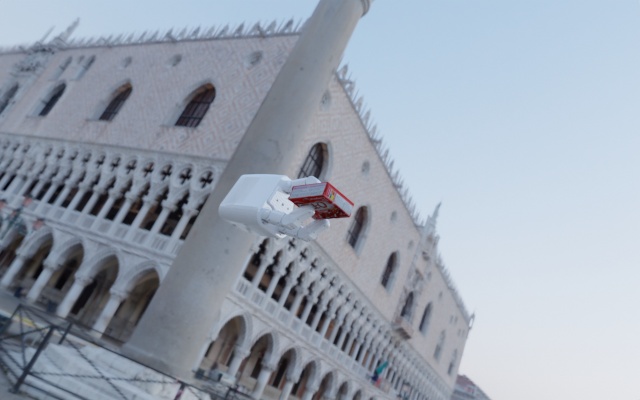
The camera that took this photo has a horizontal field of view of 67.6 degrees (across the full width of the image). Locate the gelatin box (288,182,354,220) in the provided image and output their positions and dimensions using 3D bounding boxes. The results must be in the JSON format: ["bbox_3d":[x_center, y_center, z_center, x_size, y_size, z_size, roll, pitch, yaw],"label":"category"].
[{"bbox_3d":[0.001,0.002,0.811,0.089,0.030,0.073,-6,-35,44],"label":"gelatin box"}]
